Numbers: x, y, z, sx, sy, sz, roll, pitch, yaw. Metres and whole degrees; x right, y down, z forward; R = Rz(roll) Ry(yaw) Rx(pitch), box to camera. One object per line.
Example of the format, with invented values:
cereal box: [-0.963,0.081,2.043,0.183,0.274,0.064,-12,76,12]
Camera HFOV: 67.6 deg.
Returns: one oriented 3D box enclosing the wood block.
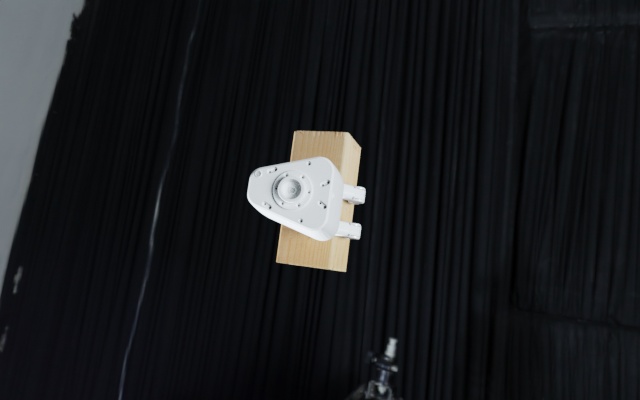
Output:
wood block: [0.000,0.003,0.756,0.091,0.206,0.090,5,-8,19]
